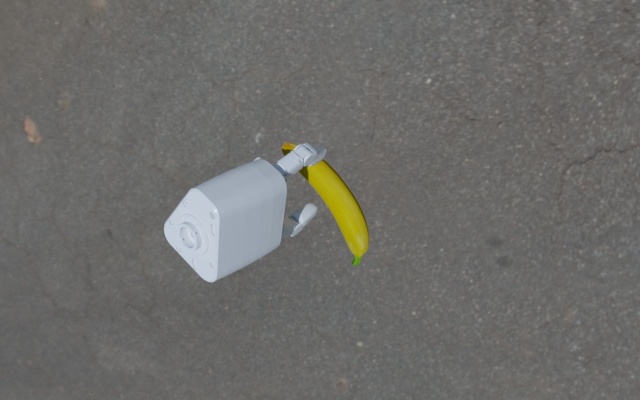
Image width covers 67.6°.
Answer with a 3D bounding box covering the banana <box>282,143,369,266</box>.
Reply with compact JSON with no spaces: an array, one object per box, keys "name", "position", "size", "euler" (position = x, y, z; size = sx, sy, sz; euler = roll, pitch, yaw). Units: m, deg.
[{"name":"banana","position":[0.014,-0.002,0.641],"size":[0.070,0.198,0.037],"euler":[-31,0,43]}]
